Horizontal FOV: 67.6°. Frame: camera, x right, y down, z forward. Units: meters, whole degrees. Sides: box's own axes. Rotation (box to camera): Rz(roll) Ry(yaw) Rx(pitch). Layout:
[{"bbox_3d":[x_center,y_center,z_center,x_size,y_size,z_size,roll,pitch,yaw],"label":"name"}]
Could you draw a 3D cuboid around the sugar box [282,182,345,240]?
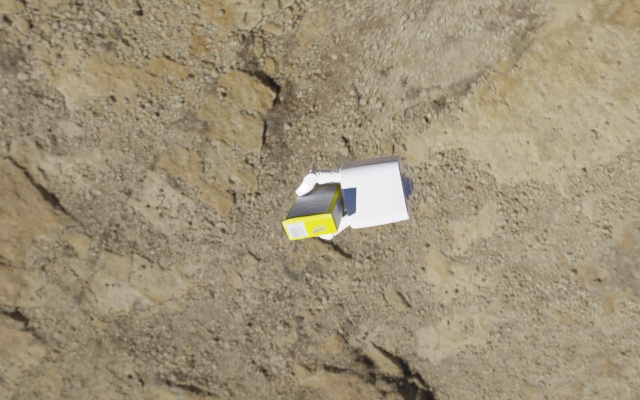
[{"bbox_3d":[0.000,0.003,0.885,0.093,0.048,0.176,-9,25,20],"label":"sugar box"}]
